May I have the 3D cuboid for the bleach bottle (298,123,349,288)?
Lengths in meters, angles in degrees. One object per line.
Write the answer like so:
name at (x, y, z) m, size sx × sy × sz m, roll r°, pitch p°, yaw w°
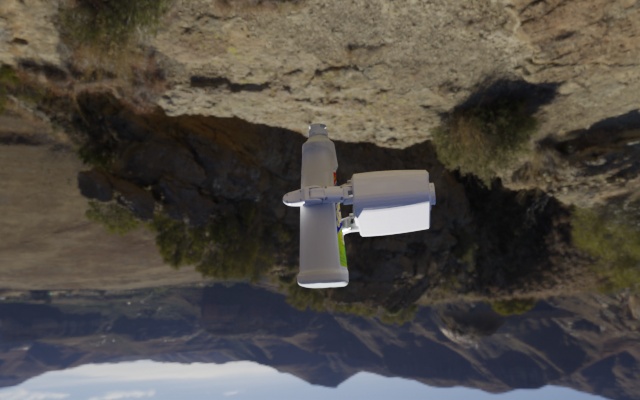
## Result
bleach bottle at (0.000, 0.002, 0.722) m, size 0.068 × 0.250 × 0.102 m, roll -5°, pitch -14°, yaw 10°
